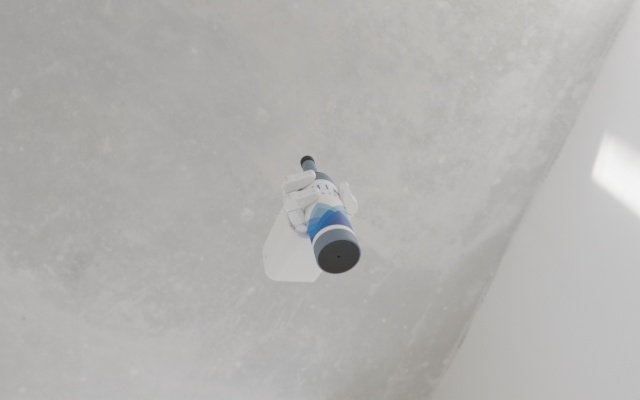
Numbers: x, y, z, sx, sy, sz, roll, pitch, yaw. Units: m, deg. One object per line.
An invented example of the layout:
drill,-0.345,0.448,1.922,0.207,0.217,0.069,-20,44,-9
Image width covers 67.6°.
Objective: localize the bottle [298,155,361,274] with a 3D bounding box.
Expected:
bottle,0.000,0.003,0.806,0.069,0.069,0.295,0,32,-12
